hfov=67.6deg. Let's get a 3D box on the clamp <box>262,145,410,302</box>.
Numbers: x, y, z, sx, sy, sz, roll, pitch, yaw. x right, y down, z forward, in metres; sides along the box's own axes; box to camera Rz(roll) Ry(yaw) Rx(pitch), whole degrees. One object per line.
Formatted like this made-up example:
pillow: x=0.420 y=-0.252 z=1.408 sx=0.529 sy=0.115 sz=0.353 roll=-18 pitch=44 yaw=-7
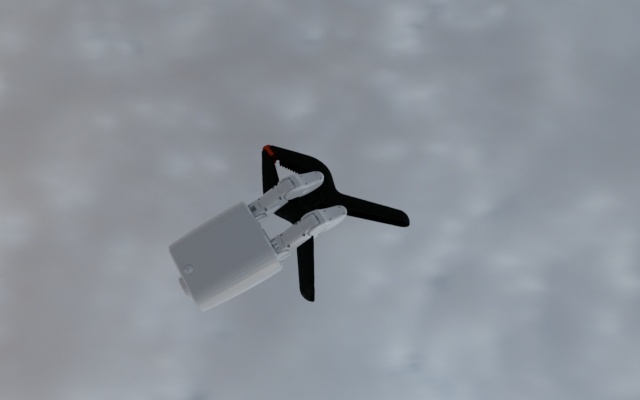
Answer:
clamp: x=0.000 y=0.002 z=0.616 sx=0.164 sy=0.210 sz=0.036 roll=-30 pitch=-21 yaw=-12
